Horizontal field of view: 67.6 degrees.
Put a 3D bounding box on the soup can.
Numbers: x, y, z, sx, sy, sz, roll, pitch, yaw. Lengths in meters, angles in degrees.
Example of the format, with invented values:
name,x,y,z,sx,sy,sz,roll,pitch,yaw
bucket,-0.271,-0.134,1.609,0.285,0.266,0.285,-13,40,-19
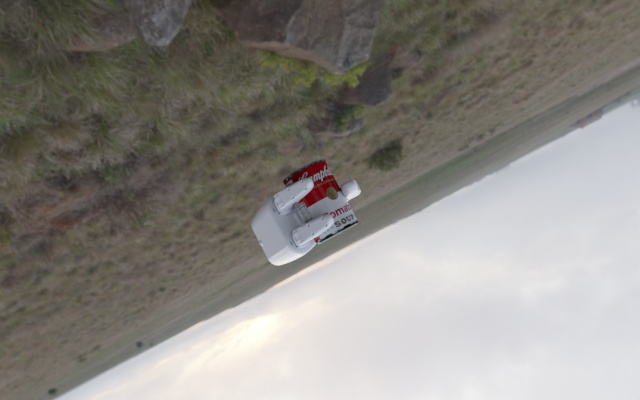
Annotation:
name,x,y,z,sx,sy,sz,roll,pitch,yaw
soup can,0.001,0.002,0.668,0.068,0.102,0.068,-28,-6,-3
